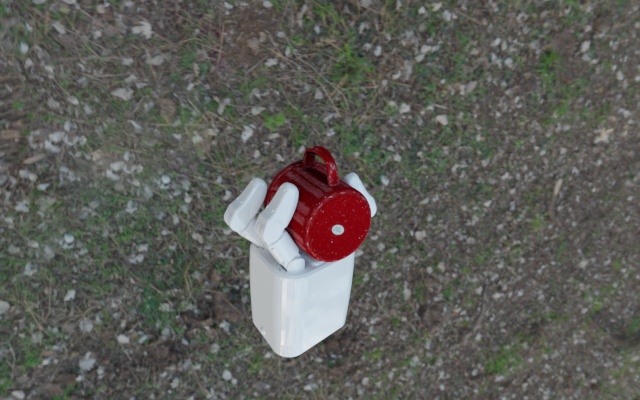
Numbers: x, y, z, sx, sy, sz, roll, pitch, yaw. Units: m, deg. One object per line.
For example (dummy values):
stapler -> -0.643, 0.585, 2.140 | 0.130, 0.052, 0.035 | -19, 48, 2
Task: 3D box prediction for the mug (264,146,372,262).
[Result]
mug -> 0.000, 0.000, 0.496 | 0.093, 0.117, 0.081 | -10, 26, -30
